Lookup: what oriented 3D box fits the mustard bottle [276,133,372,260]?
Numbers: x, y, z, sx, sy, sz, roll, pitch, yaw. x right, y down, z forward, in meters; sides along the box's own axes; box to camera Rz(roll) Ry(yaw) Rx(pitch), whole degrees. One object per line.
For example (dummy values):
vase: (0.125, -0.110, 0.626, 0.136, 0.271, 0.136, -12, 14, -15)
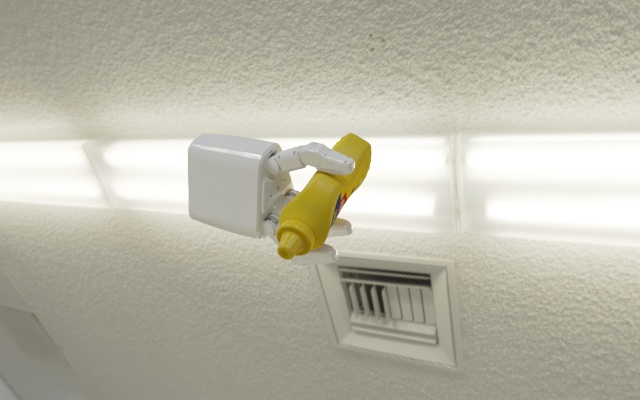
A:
mustard bottle: (0.001, 0.002, 0.558, 0.058, 0.096, 0.191, 31, 42, 5)
